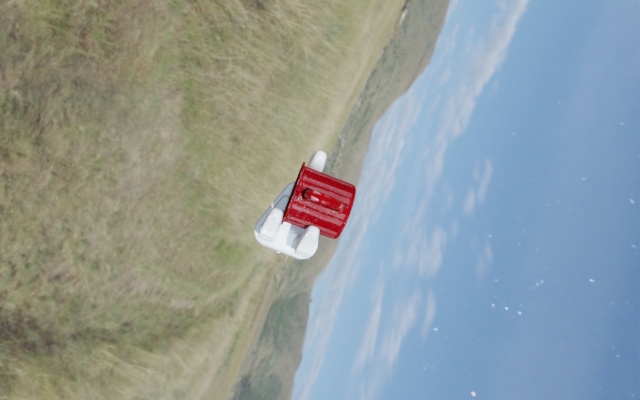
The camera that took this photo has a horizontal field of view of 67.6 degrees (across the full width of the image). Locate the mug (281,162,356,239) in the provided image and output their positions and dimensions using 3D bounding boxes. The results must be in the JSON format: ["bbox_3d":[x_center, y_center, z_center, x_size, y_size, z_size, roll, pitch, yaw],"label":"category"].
[{"bbox_3d":[0.001,0.002,0.651,0.081,0.093,0.117,20,-9,-5],"label":"mug"}]
